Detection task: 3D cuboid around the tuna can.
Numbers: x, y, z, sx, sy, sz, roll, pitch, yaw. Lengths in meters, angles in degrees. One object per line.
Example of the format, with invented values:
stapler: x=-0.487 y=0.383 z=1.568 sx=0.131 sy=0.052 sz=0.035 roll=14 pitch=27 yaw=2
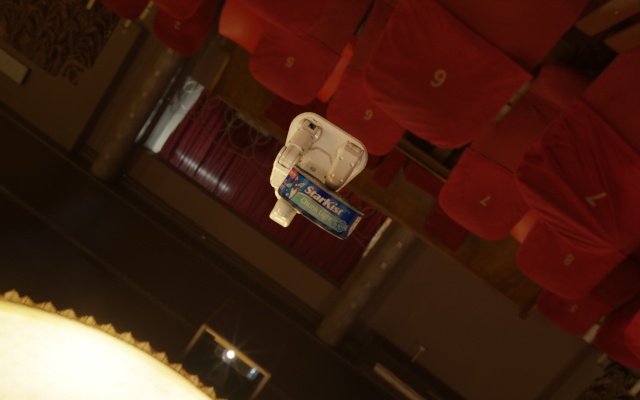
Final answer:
tuna can: x=0.000 y=0.002 z=0.473 sx=0.086 sy=0.034 sz=0.086 roll=35 pitch=4 yaw=-2
